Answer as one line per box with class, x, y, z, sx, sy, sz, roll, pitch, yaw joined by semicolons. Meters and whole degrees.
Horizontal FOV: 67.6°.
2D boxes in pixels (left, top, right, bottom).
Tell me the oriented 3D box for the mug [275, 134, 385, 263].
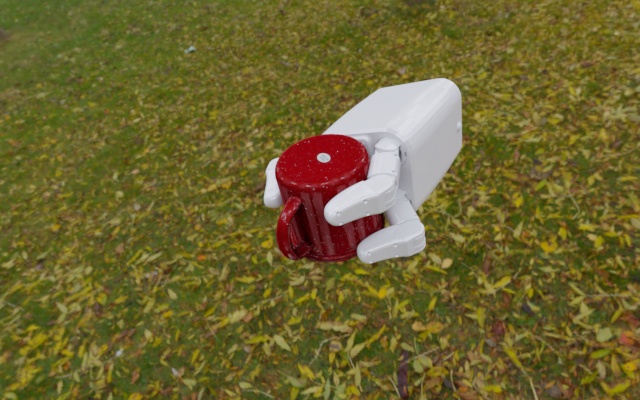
mug;-0.001;0.002;0.419;0.093;0.082;0.117;18;48;34
